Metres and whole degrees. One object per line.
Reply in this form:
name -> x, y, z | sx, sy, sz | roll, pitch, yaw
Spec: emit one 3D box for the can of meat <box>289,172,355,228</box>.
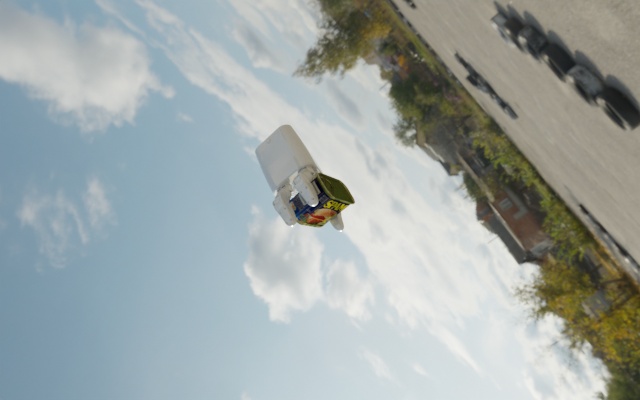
can of meat -> 0.000, 0.003, 0.864 | 0.084, 0.057, 0.102 | -39, -26, 20
